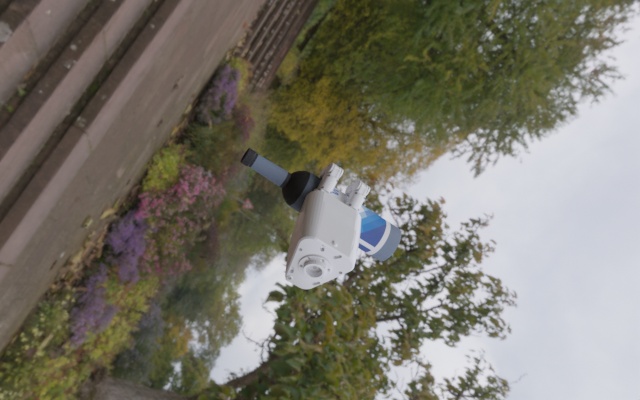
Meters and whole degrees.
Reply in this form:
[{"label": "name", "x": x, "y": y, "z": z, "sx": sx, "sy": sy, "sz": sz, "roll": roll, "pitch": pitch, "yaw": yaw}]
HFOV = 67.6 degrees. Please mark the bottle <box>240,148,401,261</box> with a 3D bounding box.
[{"label": "bottle", "x": 0.000, "y": 0.003, "z": 0.796, "sx": 0.296, "sy": 0.069, "sz": 0.069, "roll": 32, "pitch": -10, "yaw": -16}]
